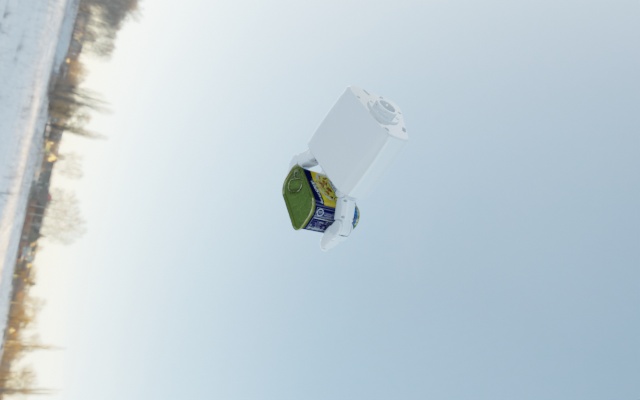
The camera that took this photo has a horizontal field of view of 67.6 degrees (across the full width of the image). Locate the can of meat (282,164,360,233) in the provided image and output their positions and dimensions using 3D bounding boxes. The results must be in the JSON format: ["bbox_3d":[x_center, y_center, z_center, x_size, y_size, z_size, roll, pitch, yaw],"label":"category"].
[{"bbox_3d":[0.000,0.002,0.695,0.084,0.057,0.102,13,36,-31],"label":"can of meat"}]
